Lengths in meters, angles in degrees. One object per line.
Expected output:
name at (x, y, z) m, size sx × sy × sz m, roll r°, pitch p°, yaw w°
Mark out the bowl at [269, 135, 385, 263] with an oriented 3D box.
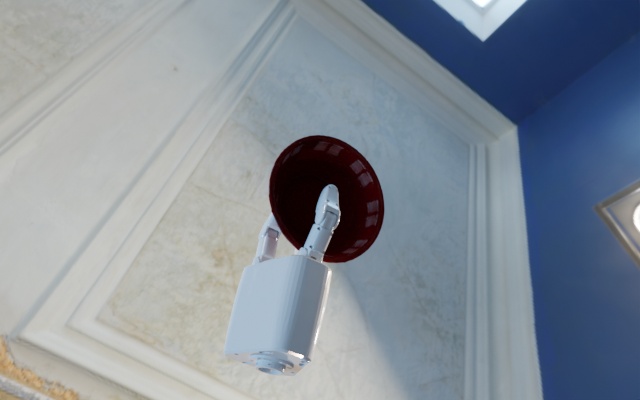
bowl at (0.001, 0.001, 0.605) m, size 0.162 × 0.162 × 0.055 m, roll 0°, pitch -13°, yaw -29°
